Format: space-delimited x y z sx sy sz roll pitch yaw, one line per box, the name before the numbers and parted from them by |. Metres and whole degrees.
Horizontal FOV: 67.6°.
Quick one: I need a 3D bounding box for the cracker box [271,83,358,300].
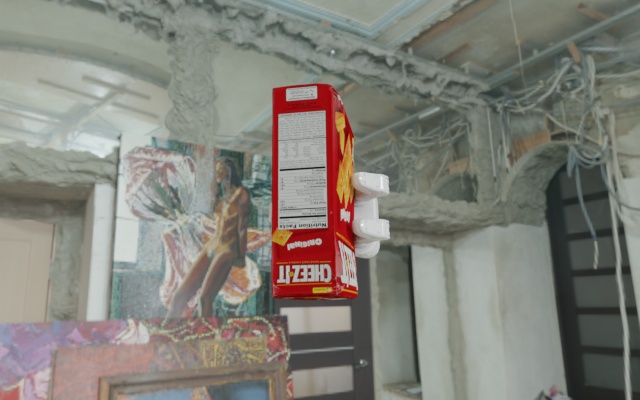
cracker box | 0.000 0.002 0.535 0.072 0.213 0.164 -4 -13 11
